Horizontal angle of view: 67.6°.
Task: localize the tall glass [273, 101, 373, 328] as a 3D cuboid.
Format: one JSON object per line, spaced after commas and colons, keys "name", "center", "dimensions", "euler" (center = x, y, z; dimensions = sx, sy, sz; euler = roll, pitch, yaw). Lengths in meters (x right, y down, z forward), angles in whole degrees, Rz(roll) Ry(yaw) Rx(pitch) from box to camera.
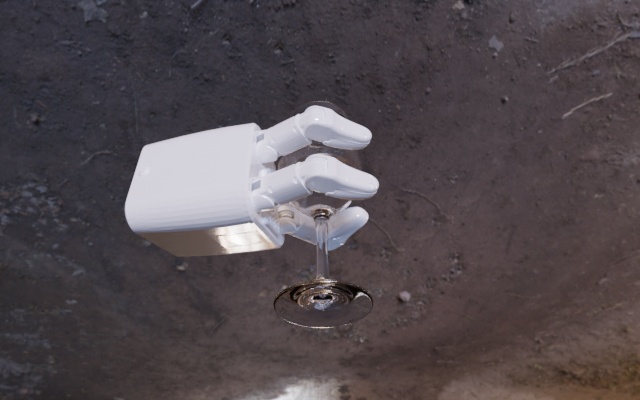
{"name": "tall glass", "center": [0.000, 0.002, 0.415], "dimensions": [0.079, 0.200, 0.079], "euler": [-1, -39, 0]}
